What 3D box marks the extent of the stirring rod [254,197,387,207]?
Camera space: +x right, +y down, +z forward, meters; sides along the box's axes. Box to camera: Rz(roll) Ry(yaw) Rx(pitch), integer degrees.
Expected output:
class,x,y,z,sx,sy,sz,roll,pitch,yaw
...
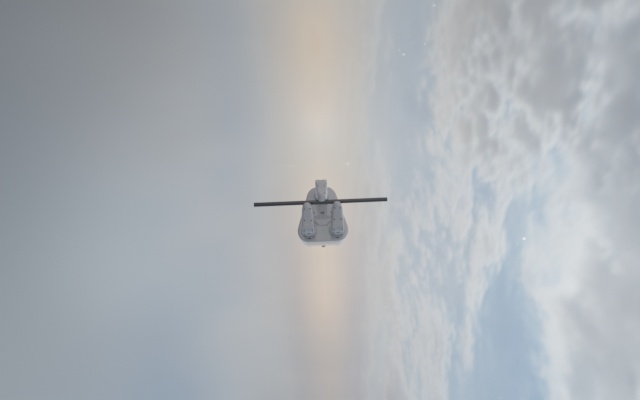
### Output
class,x,y,z,sx,sy,sz,roll,pitch,yaw
stirring rod,0.000,0.003,0.862,0.239,0.011,0.011,-2,0,0
